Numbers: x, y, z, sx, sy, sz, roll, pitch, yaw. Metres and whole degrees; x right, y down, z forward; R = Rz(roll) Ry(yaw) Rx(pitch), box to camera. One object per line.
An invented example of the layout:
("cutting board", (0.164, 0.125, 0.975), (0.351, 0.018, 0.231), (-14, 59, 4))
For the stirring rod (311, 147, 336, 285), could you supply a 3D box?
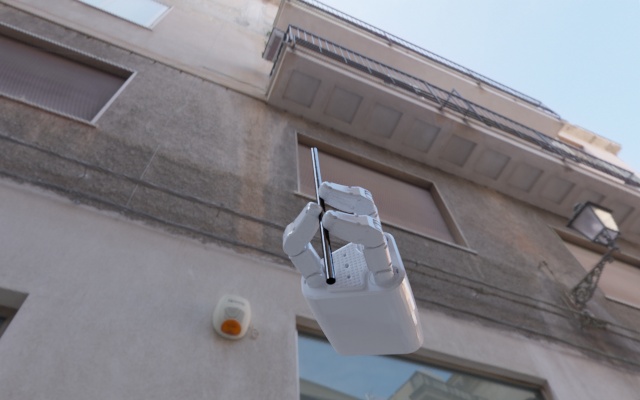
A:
("stirring rod", (0.000, 0.002, 0.485), (0.011, 0.011, 0.239), (0, 32, -5))
